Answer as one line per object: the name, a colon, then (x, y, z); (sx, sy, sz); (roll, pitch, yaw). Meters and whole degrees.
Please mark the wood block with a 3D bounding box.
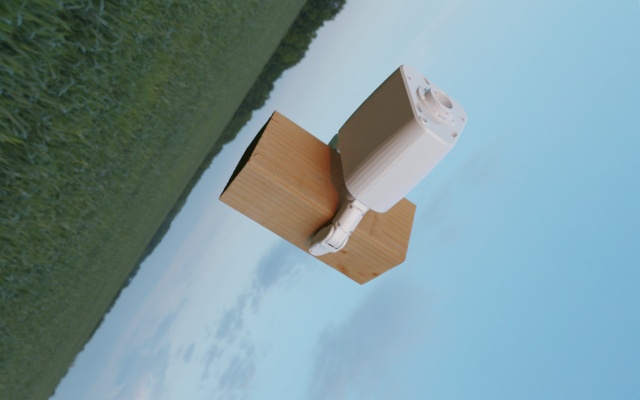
wood block: (0.000, 0.002, 0.563); (0.206, 0.090, 0.090); (33, -40, -14)
